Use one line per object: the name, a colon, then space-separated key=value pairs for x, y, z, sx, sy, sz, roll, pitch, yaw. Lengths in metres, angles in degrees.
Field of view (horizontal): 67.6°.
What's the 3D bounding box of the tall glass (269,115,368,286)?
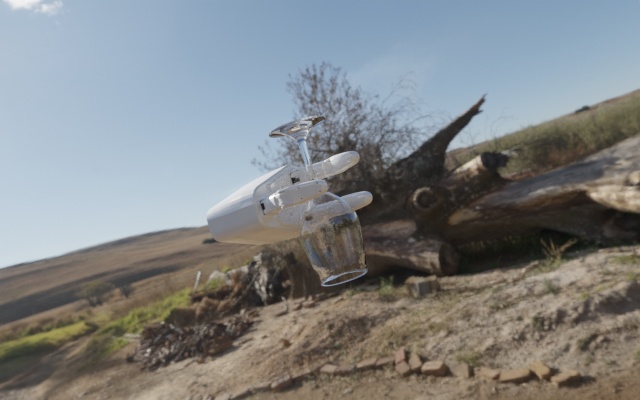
tall glass: x=0.000 y=0.001 z=0.596 sx=0.079 sy=0.201 sz=0.079 roll=-18 pitch=-2 yaw=-1
